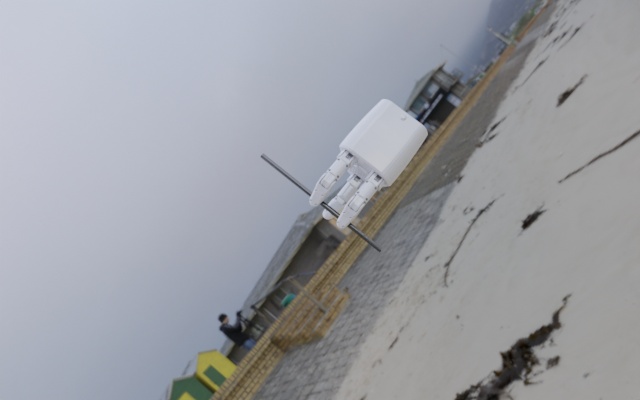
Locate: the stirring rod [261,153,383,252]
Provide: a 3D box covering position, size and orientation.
[{"bbox_3d":[0.000,0.002,0.748,0.239,0.011,0.011,39,5,6],"label":"stirring rod"}]
